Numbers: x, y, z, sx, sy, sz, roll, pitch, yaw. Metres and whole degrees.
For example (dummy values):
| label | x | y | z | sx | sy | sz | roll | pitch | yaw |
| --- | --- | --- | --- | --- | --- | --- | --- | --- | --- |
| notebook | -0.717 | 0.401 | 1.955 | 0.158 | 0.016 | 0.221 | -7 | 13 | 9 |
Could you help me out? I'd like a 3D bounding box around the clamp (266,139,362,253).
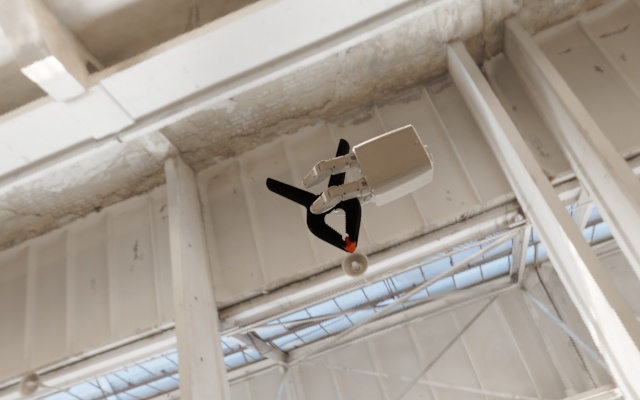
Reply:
| label | x | y | z | sx | sy | sz | roll | pitch | yaw |
| --- | --- | --- | --- | --- | --- | --- | --- | --- | --- |
| clamp | 0.001 | 0.003 | 0.809 | 0.164 | 0.209 | 0.036 | -23 | -33 | 6 |
